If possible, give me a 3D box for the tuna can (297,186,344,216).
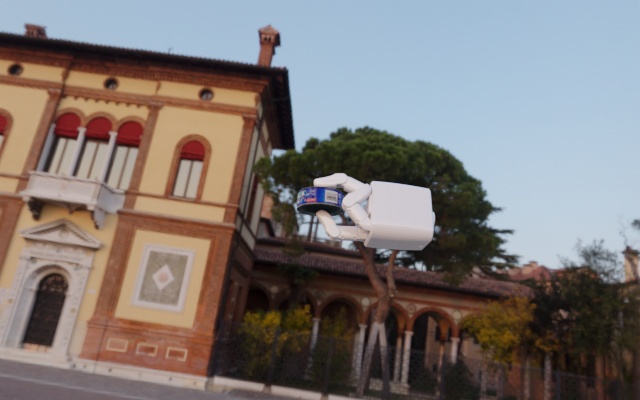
[{"bbox_3d":[0.000,0.002,0.871,0.086,0.033,0.086,2,-17,1],"label":"tuna can"}]
